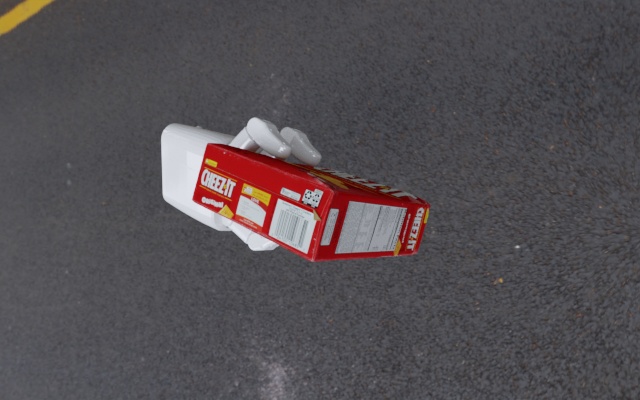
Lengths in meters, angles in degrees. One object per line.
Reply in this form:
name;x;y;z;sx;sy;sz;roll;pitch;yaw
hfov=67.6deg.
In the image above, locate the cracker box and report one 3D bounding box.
cracker box;0.000;0.002;0.517;0.164;0.072;0.214;22;9;34
